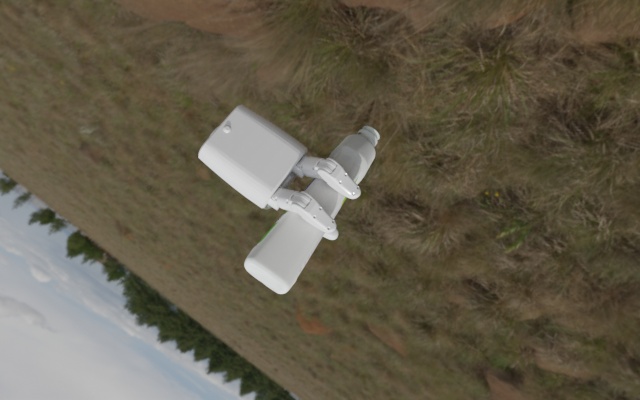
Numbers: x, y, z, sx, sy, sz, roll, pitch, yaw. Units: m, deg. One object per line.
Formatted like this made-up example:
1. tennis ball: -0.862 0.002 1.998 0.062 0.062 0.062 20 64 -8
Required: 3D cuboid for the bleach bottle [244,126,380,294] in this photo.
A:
1. bleach bottle: 0.000 0.002 0.638 0.068 0.250 0.102 36 -20 0
